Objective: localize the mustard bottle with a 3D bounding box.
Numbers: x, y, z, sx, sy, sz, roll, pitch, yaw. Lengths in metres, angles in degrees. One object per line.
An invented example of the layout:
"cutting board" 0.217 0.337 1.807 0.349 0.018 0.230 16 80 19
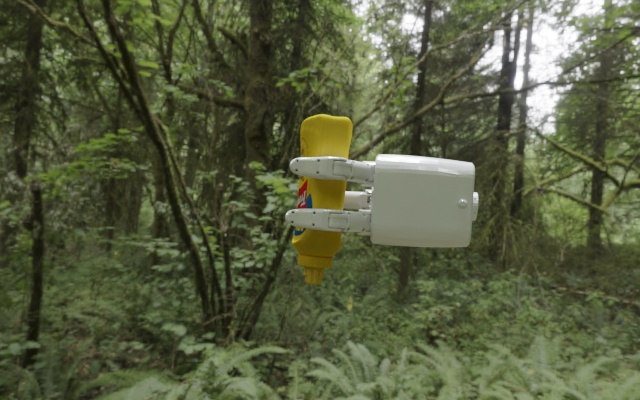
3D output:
"mustard bottle" 0.000 0.002 0.562 0.058 0.191 0.096 5 -2 -14
